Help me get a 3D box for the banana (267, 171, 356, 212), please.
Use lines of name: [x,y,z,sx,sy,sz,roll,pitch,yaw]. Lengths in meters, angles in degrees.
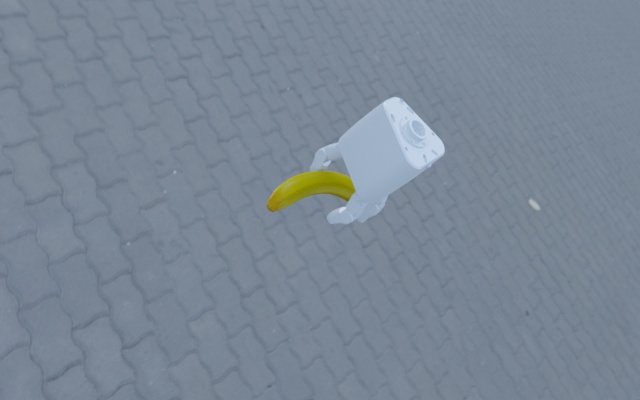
banana: [-0.001,-0.015,0.756,0.198,0.069,0.037,3,-23,-37]
